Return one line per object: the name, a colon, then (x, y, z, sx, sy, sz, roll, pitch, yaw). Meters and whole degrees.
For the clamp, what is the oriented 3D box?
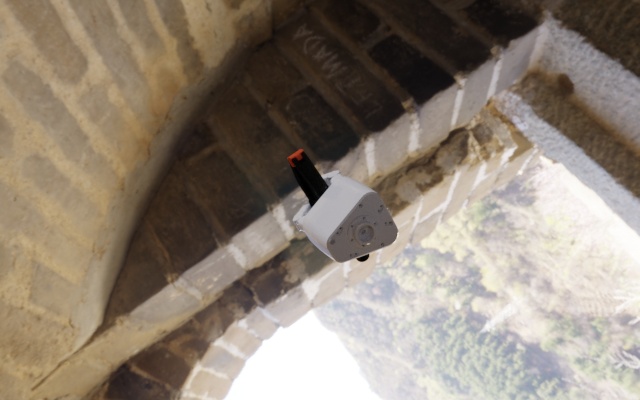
clamp: (-0.001, 0.003, 0.834, 0.036, 0.210, 0.164, -36, 22, -12)
